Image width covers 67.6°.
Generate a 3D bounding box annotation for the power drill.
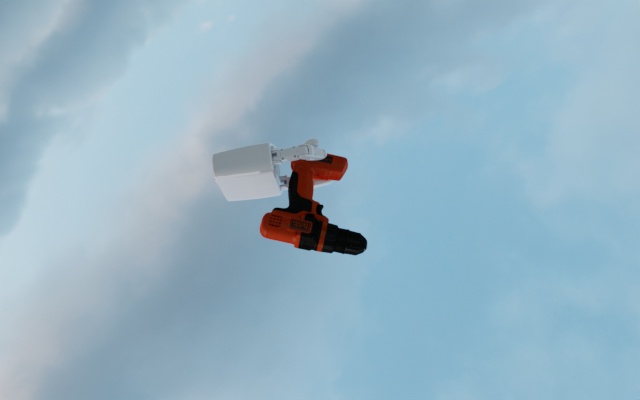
[{"bbox_3d":[0.000,0.002,0.845,0.184,0.187,0.057,13,-34,-2],"label":"power drill"}]
